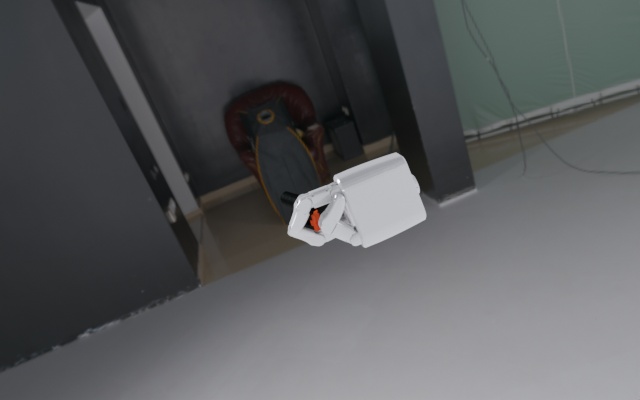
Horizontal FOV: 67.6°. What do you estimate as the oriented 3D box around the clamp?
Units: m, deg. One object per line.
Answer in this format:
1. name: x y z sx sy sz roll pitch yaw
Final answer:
1. clamp: 0.000 0.002 0.794 0.120 0.039 0.171 -23 22 -4
